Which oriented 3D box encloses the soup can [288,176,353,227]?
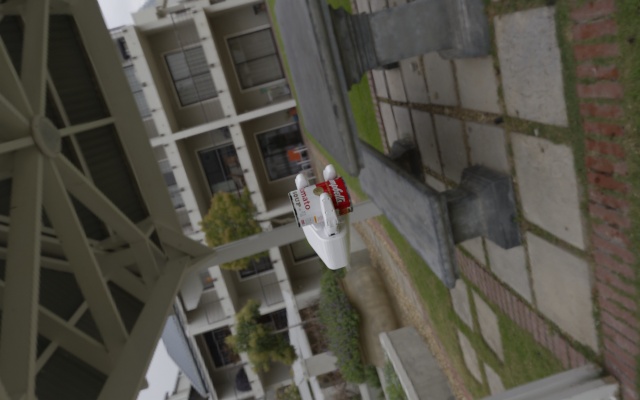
[{"bbox_3d":[0.000,0.003,0.856,0.102,0.068,0.068,-17,1,-4],"label":"soup can"}]
